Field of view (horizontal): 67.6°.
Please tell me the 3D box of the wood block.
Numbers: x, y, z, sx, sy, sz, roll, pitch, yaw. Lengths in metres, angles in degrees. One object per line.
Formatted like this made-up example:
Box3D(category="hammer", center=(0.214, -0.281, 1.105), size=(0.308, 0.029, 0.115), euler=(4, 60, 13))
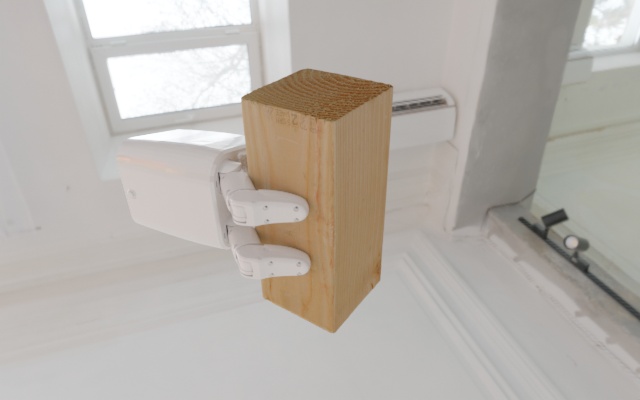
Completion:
Box3D(category="wood block", center=(0.000, 0.001, 0.426), size=(0.090, 0.206, 0.090), euler=(20, 38, 29))
